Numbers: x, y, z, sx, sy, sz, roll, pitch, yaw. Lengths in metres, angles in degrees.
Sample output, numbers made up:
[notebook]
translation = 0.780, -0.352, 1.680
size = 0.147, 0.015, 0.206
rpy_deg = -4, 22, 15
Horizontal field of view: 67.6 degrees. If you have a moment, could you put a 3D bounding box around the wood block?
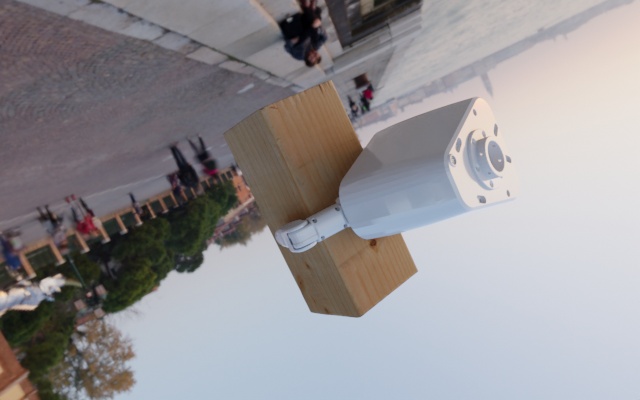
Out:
[wood block]
translation = 0.000, 0.002, 0.475
size = 0.091, 0.206, 0.090
rpy_deg = -30, 9, -32
